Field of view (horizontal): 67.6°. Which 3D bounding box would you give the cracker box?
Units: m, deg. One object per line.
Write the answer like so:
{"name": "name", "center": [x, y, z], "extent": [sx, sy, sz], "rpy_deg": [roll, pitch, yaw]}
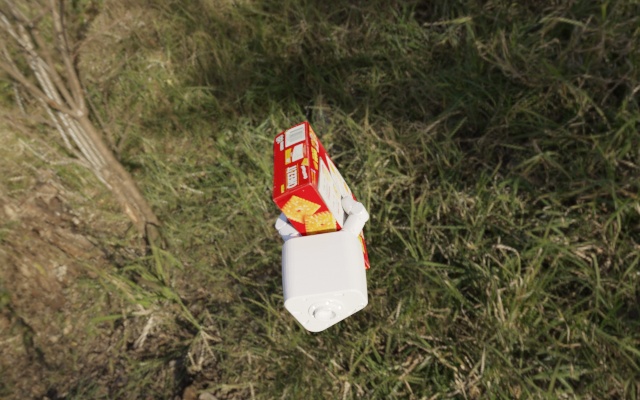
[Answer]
{"name": "cracker box", "center": [0.000, 0.002, 0.790], "extent": [0.072, 0.164, 0.214], "rpy_deg": [-22, -49, 15]}
